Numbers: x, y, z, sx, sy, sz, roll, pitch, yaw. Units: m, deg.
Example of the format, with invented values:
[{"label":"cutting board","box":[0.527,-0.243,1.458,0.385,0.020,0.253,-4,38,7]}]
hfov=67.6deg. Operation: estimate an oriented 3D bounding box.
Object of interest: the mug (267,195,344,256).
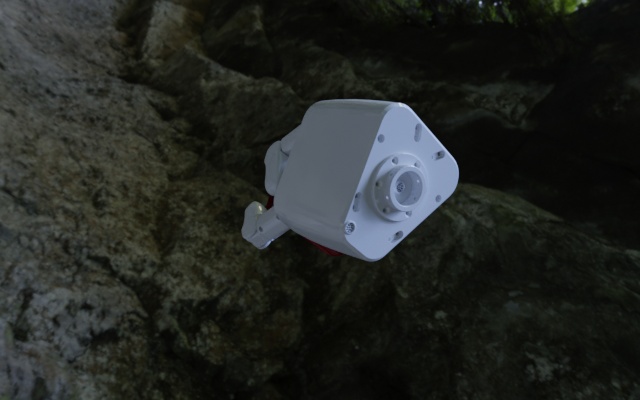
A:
[{"label":"mug","box":[0.000,0.002,0.502,0.081,0.093,0.117,40,-9,-28]}]
